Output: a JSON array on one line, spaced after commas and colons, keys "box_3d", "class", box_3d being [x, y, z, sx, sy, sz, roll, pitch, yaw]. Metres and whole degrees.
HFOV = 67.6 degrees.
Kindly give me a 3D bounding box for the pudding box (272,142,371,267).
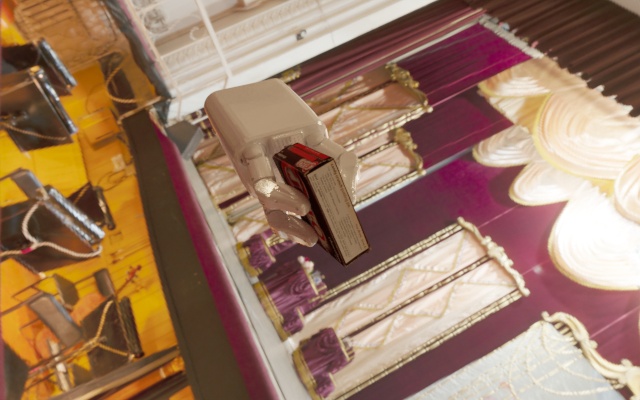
[{"box_3d": [0.000, 0.002, 0.493, 0.039, 0.113, 0.090, -32, 26, -12], "class": "pudding box"}]
